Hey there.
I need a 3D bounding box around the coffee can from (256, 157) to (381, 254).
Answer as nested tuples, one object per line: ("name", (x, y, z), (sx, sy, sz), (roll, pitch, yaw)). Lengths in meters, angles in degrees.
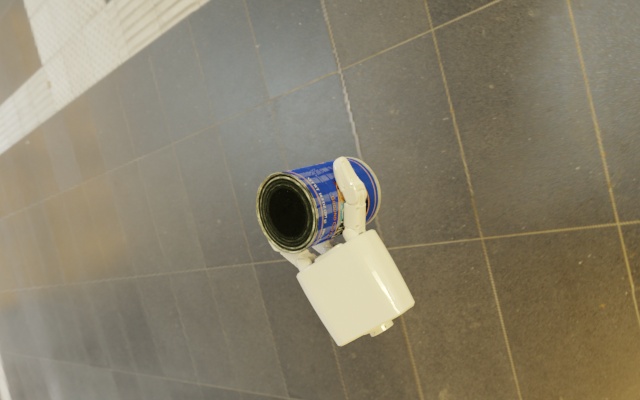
("coffee can", (0.000, 0.002, 0.633), (0.103, 0.103, 0.140), (0, 12, 40))
